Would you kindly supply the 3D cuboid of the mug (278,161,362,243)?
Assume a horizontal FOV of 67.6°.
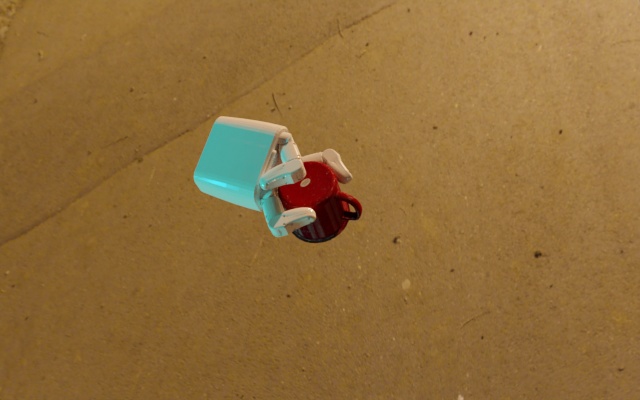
[{"bbox_3d":[0.001,0.002,0.655,0.117,0.093,0.082,13,-29,22],"label":"mug"}]
